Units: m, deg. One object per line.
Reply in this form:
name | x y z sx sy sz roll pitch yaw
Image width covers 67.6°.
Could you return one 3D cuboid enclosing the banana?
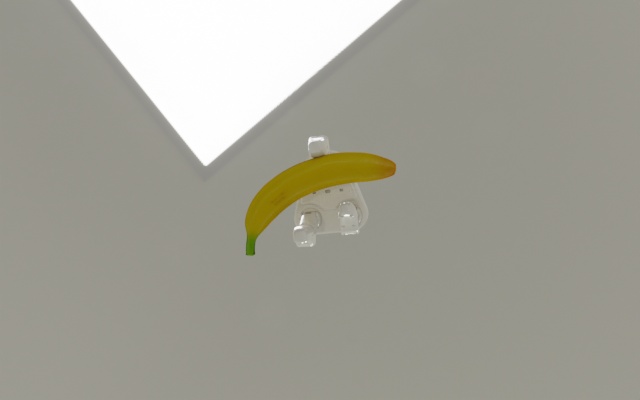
banana | -0.012 -0.013 0.551 0.198 0.069 0.037 -31 -7 5
